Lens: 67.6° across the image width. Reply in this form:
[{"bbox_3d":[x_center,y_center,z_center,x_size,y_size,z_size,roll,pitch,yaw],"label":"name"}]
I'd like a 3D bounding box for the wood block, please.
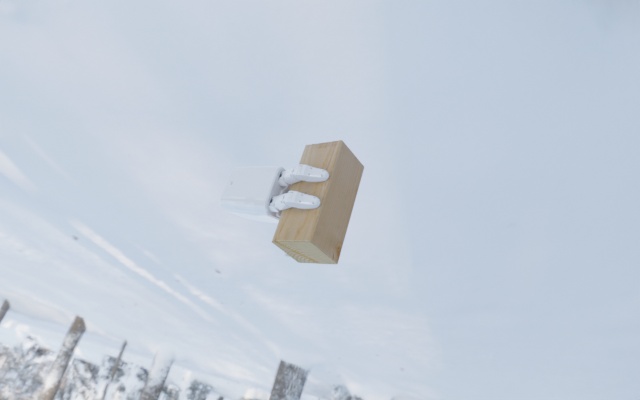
[{"bbox_3d":[0.000,0.003,0.870,0.090,0.206,0.091,-3,-33,36],"label":"wood block"}]
